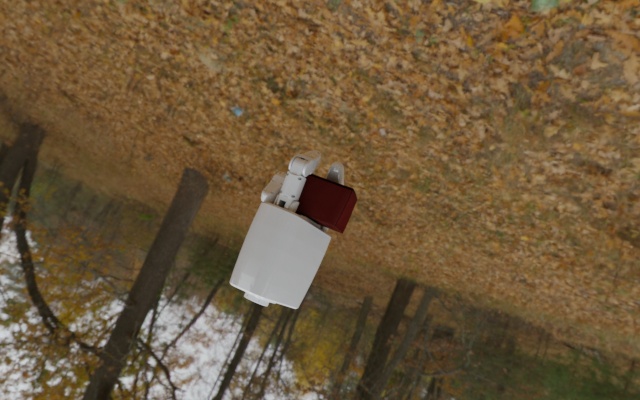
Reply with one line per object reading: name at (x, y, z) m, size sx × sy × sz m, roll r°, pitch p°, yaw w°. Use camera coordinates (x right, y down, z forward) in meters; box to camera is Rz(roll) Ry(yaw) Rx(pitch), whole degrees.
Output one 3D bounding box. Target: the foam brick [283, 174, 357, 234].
foam brick at (0.000, 0.002, 0.600) m, size 0.078 × 0.051 × 0.053 m, roll 20°, pitch -10°, yaw 17°
